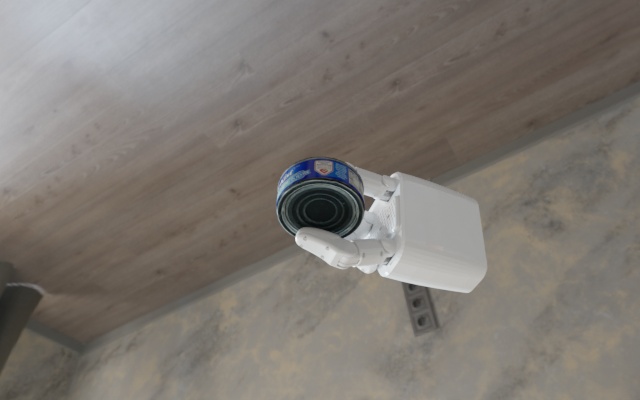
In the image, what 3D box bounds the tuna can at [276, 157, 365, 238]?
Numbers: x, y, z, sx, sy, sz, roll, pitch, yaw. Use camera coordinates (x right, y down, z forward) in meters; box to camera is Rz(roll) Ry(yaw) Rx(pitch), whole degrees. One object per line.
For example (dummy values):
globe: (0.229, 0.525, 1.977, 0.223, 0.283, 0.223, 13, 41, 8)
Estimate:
tuna can: (0.000, 0.002, 0.461, 0.086, 0.086, 0.033, 0, 42, 1)
